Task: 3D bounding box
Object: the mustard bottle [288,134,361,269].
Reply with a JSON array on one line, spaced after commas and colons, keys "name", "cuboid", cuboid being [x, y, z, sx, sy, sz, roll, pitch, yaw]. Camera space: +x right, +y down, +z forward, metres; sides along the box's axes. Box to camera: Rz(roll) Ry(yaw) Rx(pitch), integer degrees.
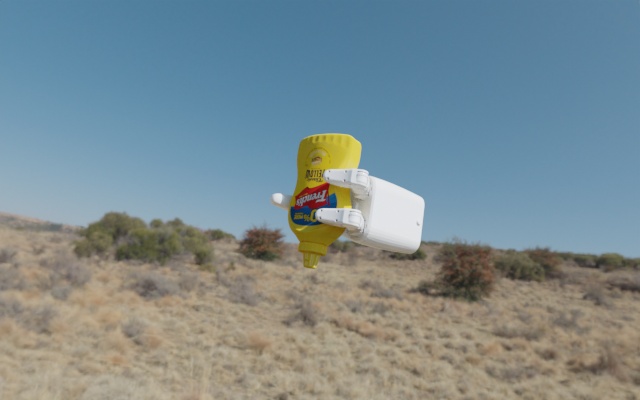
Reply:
[{"name": "mustard bottle", "cuboid": [0.000, 0.002, 0.688, 0.096, 0.191, 0.058, 1, -15, 33]}]
